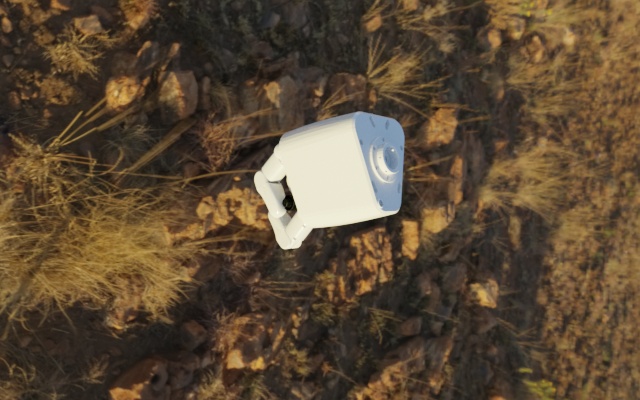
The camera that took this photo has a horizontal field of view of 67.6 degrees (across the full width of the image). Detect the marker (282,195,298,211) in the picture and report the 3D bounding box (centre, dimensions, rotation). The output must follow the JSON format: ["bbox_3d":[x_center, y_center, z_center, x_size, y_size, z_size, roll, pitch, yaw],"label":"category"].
[{"bbox_3d":[0.000,0.002,0.588,0.020,0.020,0.121,0,1,43],"label":"marker"}]
